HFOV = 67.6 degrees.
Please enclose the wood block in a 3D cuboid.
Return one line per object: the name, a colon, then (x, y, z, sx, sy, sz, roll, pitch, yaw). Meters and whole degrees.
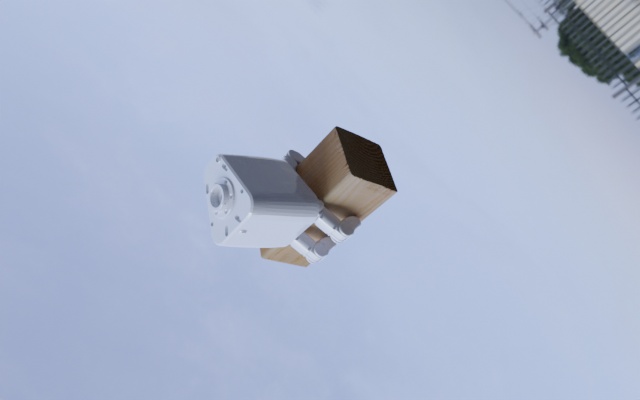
wood block: (0.000, 0.002, 0.693, 0.090, 0.090, 0.206, 17, -45, -37)
